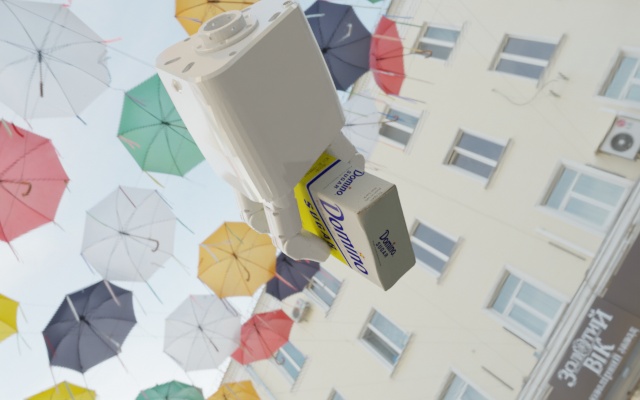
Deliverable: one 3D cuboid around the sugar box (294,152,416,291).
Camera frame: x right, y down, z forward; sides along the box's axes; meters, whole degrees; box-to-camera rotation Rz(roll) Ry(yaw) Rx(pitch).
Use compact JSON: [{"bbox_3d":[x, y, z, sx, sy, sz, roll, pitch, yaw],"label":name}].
[{"bbox_3d":[0.000,0.002,0.429,0.048,0.093,0.176,-38,41,-18],"label":"sugar box"}]
